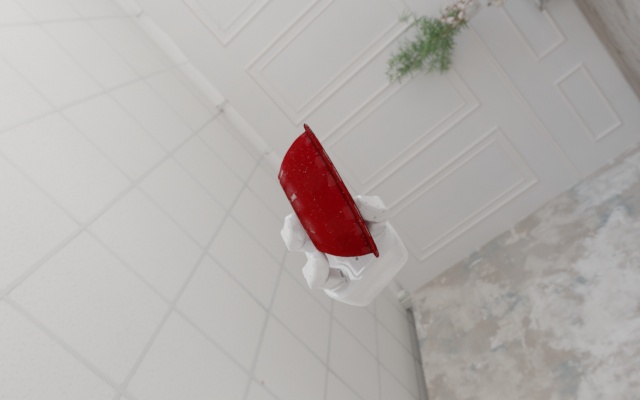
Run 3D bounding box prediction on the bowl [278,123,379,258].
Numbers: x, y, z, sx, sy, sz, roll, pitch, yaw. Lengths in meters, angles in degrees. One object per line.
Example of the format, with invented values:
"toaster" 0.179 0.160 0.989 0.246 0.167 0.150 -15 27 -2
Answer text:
"bowl" -0.001 0.001 0.508 0.055 0.162 0.162 -29 0 -1
